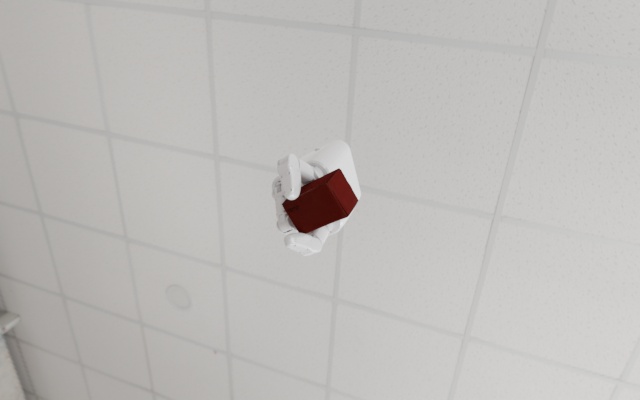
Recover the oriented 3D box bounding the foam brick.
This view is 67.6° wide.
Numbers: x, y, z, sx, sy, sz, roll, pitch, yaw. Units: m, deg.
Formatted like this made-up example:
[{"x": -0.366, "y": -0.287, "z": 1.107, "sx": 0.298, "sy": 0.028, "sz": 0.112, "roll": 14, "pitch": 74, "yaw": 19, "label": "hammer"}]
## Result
[{"x": 0.000, "y": 0.002, "z": 0.619, "sx": 0.078, "sy": 0.053, "sz": 0.051, "roll": -24, "pitch": 13, "yaw": 31, "label": "foam brick"}]
